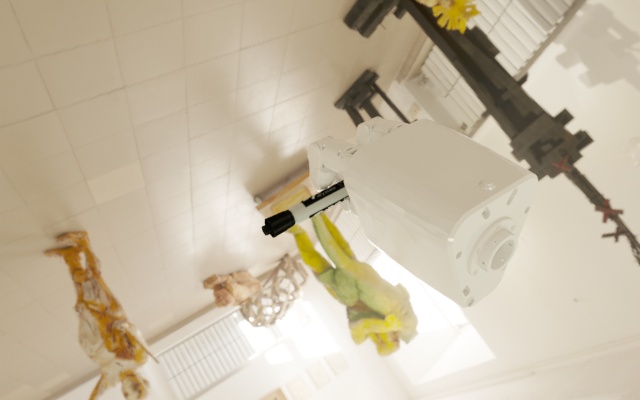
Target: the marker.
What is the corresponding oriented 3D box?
[{"bbox_3d":[0.000,0.001,0.437,0.121,0.020,0.020,-27,12,-24],"label":"marker"}]
